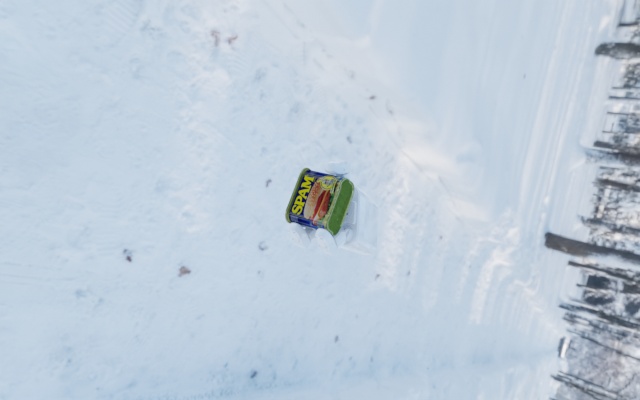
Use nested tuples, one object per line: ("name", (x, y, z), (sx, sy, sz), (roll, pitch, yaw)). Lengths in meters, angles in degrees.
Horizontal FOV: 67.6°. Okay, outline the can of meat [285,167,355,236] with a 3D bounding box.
("can of meat", (0.000, 0.003, 0.805), (0.084, 0.102, 0.057), (14, -12, 31))
